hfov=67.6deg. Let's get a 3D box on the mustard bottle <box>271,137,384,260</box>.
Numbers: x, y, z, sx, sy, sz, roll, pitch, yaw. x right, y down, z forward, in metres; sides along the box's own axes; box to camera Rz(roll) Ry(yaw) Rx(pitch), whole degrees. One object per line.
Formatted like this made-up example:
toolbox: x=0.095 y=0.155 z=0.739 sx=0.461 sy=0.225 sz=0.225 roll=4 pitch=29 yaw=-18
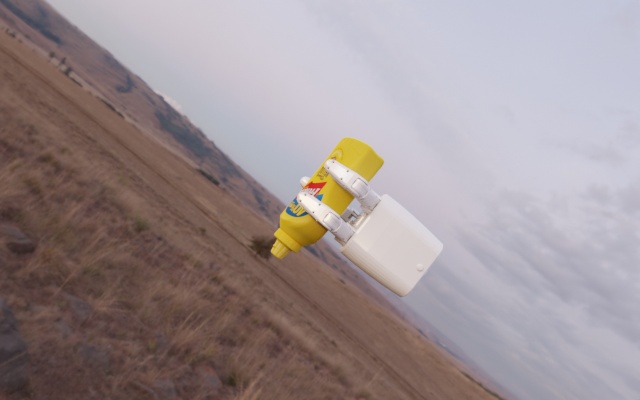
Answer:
mustard bottle: x=0.000 y=0.002 z=0.656 sx=0.058 sy=0.191 sz=0.096 roll=41 pitch=-5 yaw=-26
